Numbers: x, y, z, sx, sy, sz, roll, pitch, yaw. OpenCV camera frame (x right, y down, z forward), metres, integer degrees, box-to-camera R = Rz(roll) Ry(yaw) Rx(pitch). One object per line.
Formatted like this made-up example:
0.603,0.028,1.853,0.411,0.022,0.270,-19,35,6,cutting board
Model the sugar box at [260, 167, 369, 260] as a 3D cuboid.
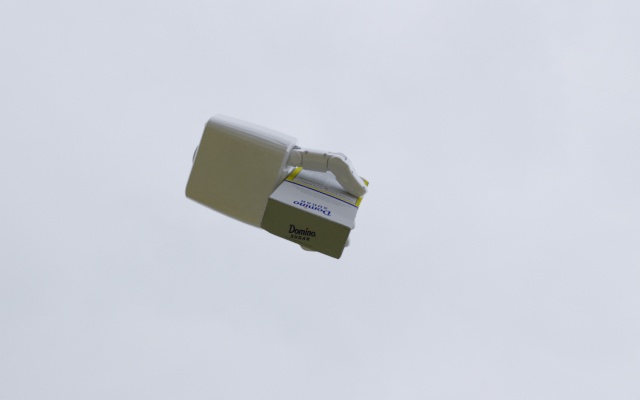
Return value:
0.000,0.002,0.567,0.093,0.048,0.176,21,24,5,sugar box
